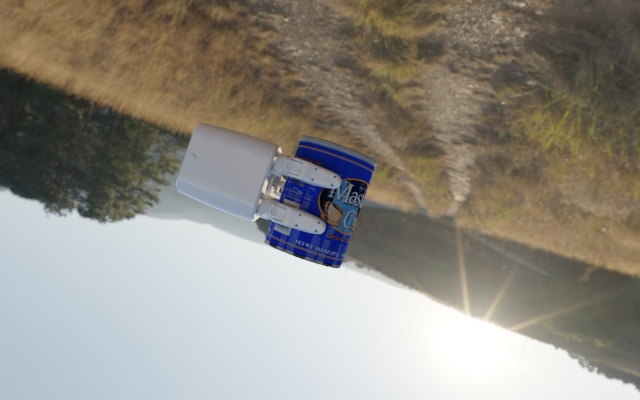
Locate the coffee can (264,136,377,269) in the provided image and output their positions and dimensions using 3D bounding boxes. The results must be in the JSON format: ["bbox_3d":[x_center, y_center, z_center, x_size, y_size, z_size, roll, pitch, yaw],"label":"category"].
[{"bbox_3d":[0.000,0.002,0.602,0.103,0.140,0.103,19,0,0],"label":"coffee can"}]
